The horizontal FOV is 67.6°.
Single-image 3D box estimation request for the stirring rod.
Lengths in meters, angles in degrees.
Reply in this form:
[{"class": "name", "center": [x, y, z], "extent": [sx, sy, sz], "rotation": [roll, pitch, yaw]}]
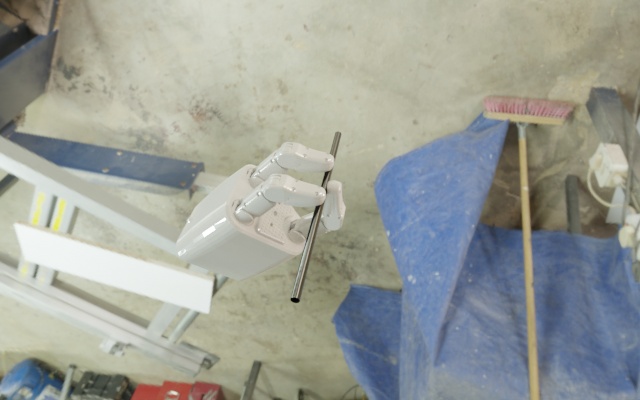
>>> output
[{"class": "stirring rod", "center": [0.000, 0.002, 0.477], "extent": [0.011, 0.011, 0.239], "rotation": [0, 42, 13]}]
